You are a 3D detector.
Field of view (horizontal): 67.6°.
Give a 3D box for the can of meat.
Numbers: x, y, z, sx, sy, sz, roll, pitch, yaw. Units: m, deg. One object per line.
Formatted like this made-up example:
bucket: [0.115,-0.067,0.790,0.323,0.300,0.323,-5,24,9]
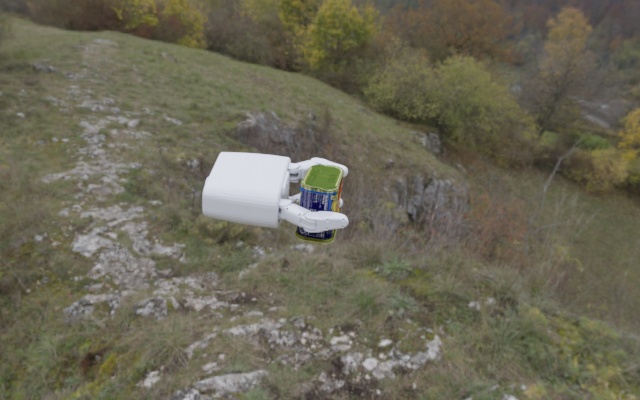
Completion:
can of meat: [0.000,0.002,0.691,0.057,0.084,0.102,9,24,6]
